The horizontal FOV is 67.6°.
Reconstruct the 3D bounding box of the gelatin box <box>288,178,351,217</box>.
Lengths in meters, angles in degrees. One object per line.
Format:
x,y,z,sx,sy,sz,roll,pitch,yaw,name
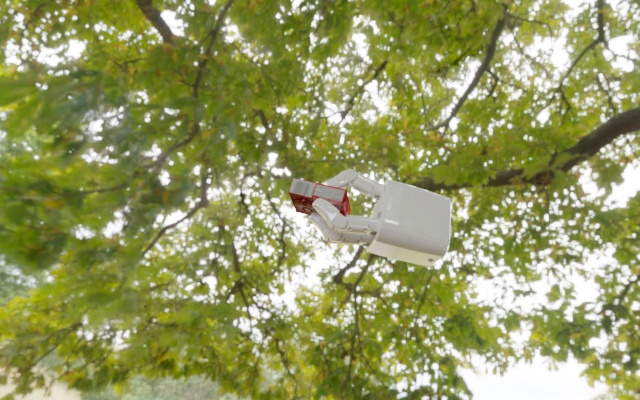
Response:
0.000,0.002,0.745,0.089,0.030,0.073,14,-23,13,gelatin box
